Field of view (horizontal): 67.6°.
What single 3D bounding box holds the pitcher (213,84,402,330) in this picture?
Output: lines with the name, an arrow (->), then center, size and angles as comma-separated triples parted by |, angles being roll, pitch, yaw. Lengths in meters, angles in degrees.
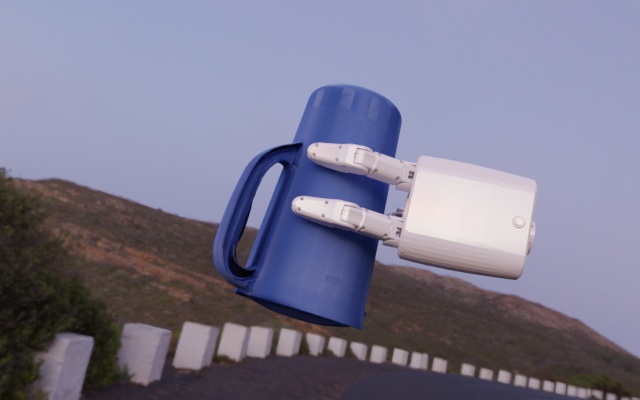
pitcher -> 0.000, 0.002, 0.500 | 0.145, 0.242, 0.149 | 12, -15, 13
